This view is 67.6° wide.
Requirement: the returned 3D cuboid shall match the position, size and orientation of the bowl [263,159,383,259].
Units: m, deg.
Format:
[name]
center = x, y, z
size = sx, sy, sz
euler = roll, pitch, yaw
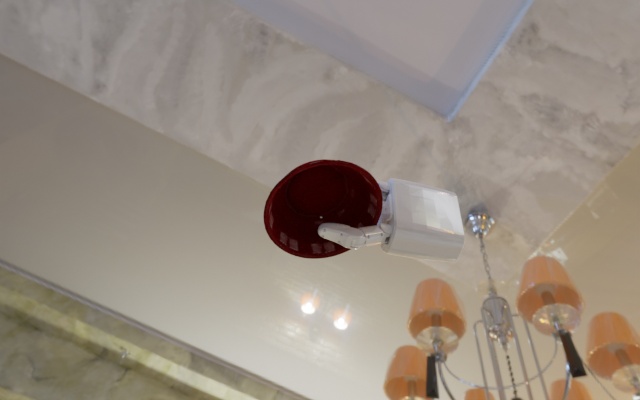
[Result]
[bowl]
center = -0.001, 0.002, 0.651
size = 0.162, 0.162, 0.055
euler = 0, 35, -14
